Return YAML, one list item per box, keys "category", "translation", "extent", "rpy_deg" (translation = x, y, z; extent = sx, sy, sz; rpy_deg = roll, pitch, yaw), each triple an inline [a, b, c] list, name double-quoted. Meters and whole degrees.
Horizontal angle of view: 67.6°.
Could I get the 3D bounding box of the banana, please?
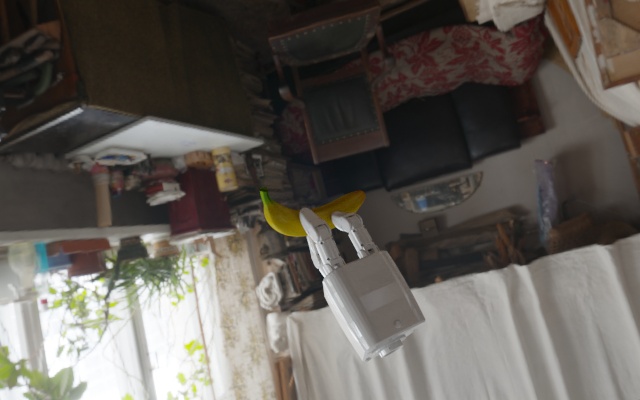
- category: "banana"
  translation: [-0.009, 0.019, 0.692]
  extent: [0.198, 0.070, 0.037]
  rpy_deg: [0, 29, -44]
